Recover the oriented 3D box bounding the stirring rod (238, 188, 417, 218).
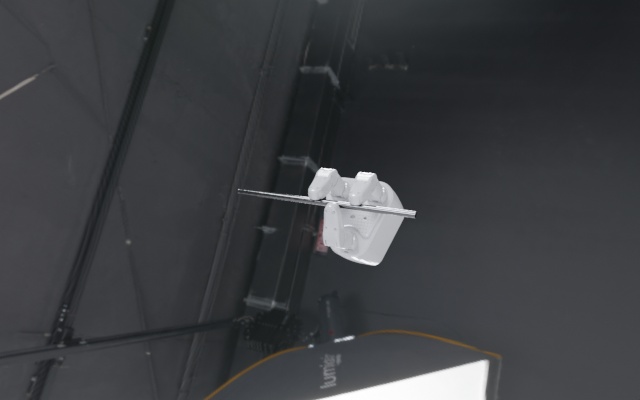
[{"bbox_3d":[0.000,0.002,0.597,0.239,0.011,0.011,8,3,23],"label":"stirring rod"}]
